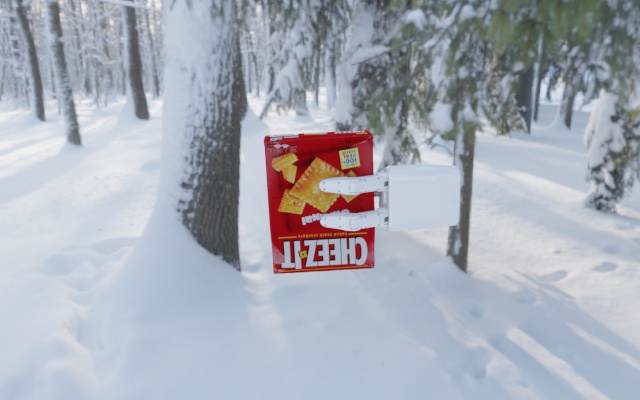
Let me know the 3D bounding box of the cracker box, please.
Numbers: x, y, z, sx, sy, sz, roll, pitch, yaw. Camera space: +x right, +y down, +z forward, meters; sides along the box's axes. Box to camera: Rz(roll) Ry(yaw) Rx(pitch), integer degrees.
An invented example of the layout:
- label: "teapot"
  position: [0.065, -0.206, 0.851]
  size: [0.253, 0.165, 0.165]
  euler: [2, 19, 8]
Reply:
- label: "cracker box"
  position: [0.000, 0.002, 0.746]
  size: [0.164, 0.214, 0.072]
  euler: [-3, 15, -2]
